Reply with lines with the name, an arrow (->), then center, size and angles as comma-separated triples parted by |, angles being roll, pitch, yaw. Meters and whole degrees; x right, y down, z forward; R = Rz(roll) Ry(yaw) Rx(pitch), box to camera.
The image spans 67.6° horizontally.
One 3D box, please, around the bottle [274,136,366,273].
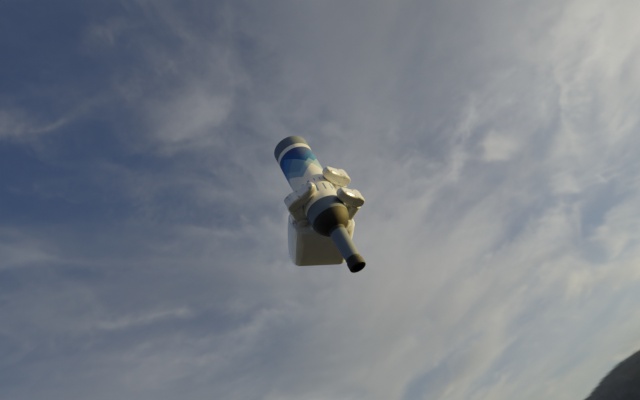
bottle -> 0.000, 0.002, 0.825 | 0.069, 0.069, 0.295 | 0, 43, -33
